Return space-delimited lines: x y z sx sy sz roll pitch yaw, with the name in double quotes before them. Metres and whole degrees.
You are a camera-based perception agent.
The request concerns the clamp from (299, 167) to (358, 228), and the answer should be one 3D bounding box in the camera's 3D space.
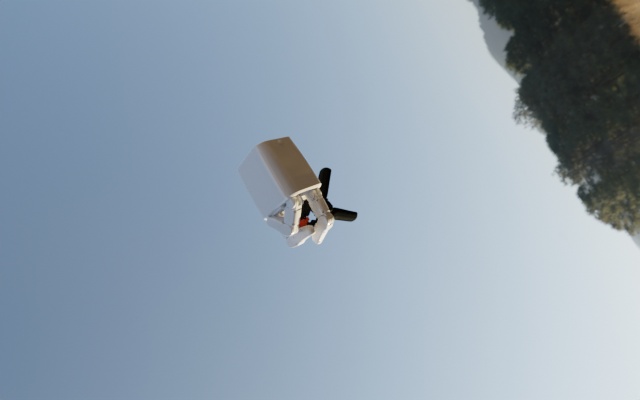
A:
"clamp" 0.000 0.003 0.897 0.039 0.120 0.171 -35 -8 34
